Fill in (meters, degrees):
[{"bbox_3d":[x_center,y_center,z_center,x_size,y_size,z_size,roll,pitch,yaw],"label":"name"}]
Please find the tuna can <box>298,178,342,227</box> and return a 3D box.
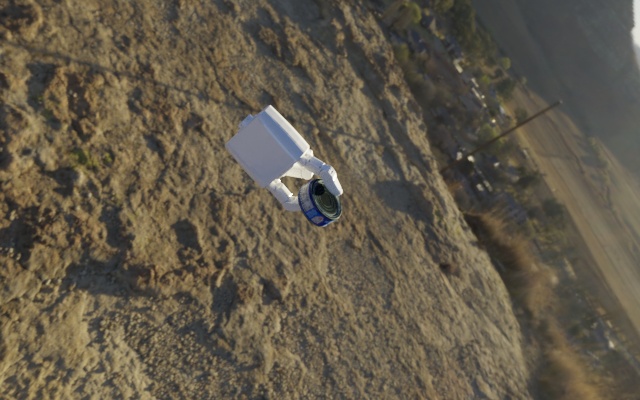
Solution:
[{"bbox_3d":[0.001,0.003,0.871,0.034,0.086,0.086,-29,-17,34],"label":"tuna can"}]
